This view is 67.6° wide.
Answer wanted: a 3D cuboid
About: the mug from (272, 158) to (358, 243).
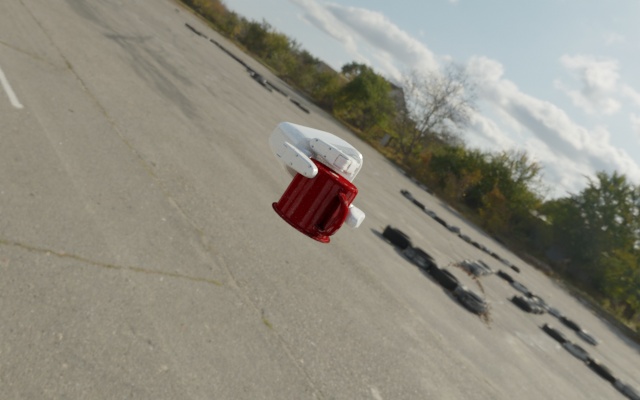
[{"bbox_3d":[0.001,0.002,0.622,0.093,0.081,0.117,29,10,-31],"label":"mug"}]
